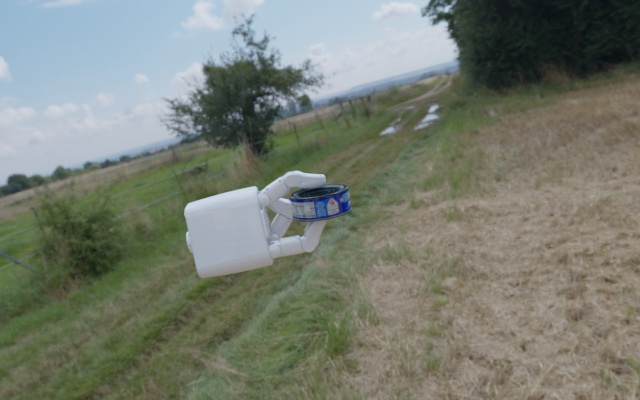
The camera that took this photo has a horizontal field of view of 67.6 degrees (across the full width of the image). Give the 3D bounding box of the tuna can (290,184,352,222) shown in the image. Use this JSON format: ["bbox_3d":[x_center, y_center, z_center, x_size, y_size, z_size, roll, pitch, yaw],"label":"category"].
[{"bbox_3d":[0.000,0.002,0.678,0.086,0.034,0.086,-9,12,2],"label":"tuna can"}]
